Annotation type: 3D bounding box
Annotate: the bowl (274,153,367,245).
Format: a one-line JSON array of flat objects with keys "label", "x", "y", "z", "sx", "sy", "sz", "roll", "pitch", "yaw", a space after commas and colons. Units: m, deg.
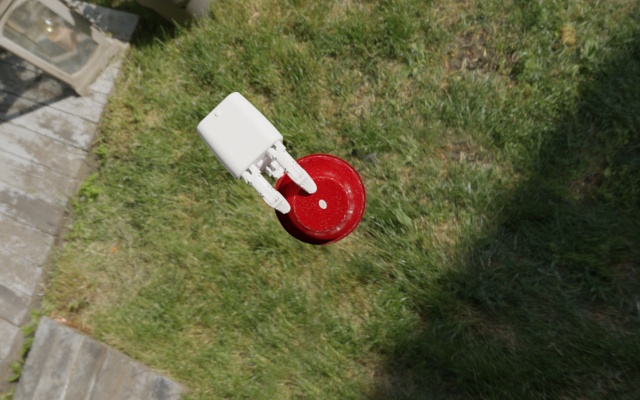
[{"label": "bowl", "x": 0.001, "y": 0.003, "z": 0.805, "sx": 0.162, "sy": 0.162, "sz": 0.055, "roll": 0, "pitch": 9, "yaw": -2}]
